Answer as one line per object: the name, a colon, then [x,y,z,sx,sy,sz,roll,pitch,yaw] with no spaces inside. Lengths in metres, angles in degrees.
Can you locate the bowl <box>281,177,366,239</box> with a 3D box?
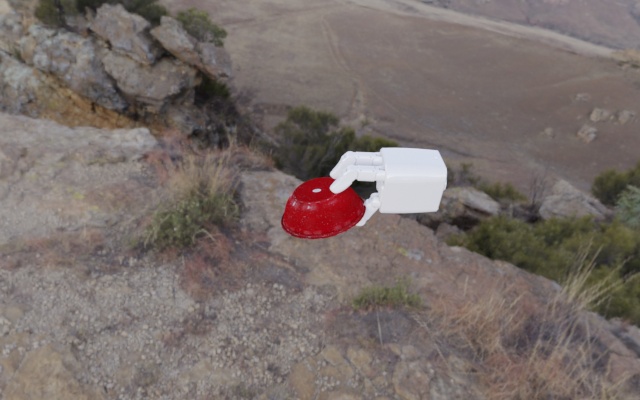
bowl: [-0.001,0.003,0.875,0.162,0.055,0.162,-10,30,6]
